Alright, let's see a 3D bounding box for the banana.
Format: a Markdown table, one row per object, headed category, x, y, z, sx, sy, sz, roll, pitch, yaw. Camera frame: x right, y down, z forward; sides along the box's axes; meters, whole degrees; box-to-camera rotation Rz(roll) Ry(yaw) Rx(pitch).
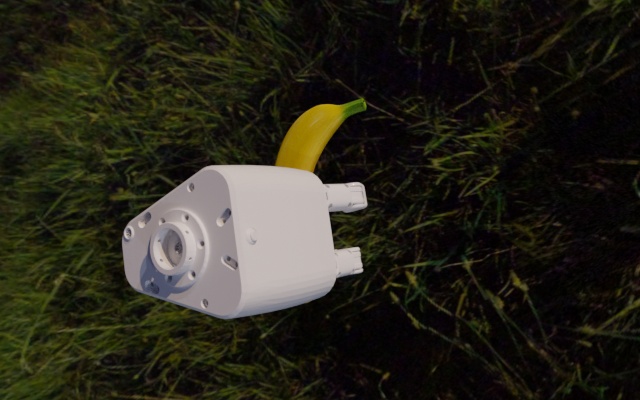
| category | x | y | z | sx | sy | sz | roll | pitch | yaw |
| --- | --- | --- | --- | --- | --- | --- | --- | --- | --- |
| banana | -0.016 | -0.006 | 0.446 | 0.069 | 0.198 | 0.037 | 15 | 2 | 21 |
